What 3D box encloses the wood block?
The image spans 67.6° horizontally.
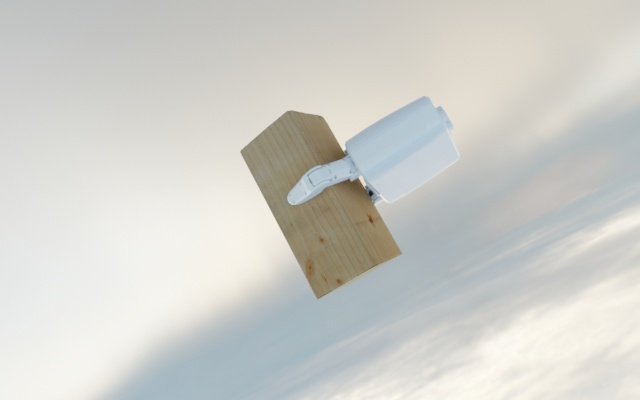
[{"bbox_3d":[0.000,0.002,0.590,0.090,0.206,0.091,-35,-13,27],"label":"wood block"}]
